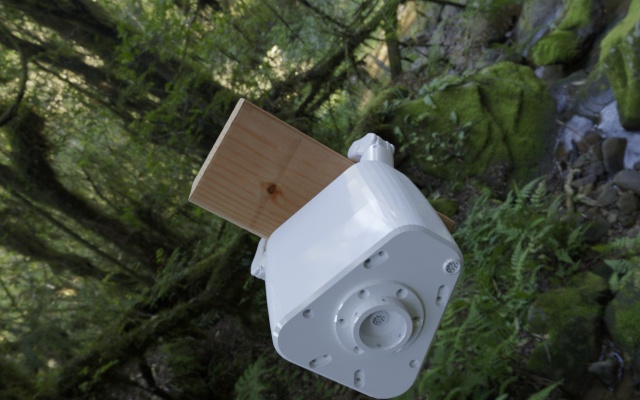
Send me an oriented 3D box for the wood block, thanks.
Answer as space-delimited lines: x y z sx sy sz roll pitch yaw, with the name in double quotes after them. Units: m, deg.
0.000 0.001 0.426 0.206 0.091 0.090 29 5 -16 "wood block"
